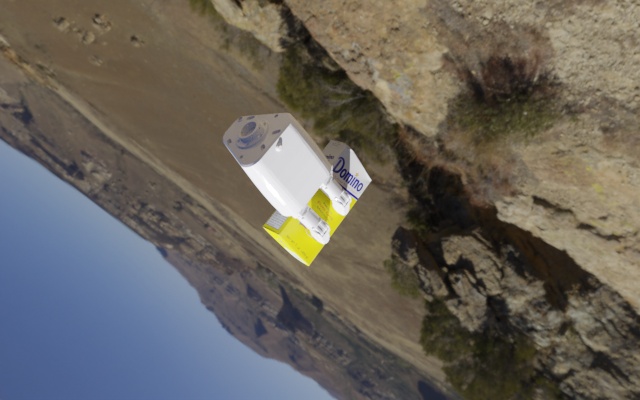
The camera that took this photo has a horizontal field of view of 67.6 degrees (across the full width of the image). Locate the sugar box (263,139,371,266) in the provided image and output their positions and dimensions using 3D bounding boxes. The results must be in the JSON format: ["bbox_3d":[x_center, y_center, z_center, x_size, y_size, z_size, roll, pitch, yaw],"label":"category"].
[{"bbox_3d":[0.000,0.003,0.734,0.048,0.176,0.093,25,-19,45],"label":"sugar box"}]
